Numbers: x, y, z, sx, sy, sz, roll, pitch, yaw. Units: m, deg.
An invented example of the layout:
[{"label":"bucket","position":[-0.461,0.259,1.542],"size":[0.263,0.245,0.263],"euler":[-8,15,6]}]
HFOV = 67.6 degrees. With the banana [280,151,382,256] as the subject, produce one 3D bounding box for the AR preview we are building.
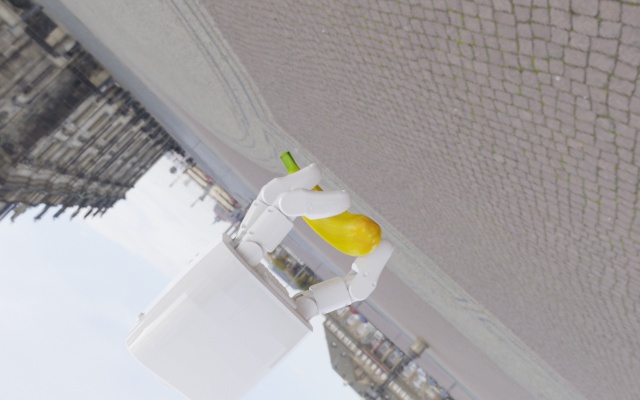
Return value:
[{"label":"banana","position":[0.008,0.013,0.454],"size":[0.037,0.070,0.197],"euler":[-40,34,-7]}]
